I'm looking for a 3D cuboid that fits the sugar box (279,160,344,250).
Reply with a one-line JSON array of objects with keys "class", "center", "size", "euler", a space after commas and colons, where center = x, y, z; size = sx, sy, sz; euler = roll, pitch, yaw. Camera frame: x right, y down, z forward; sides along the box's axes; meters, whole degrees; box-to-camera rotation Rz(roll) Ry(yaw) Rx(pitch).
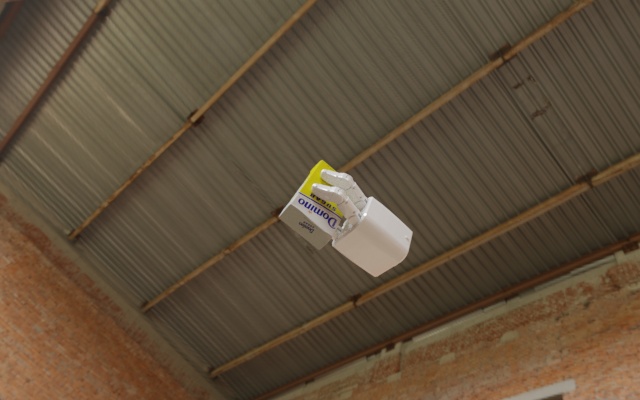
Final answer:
[{"class": "sugar box", "center": [0.001, 0.003, 0.869], "size": [0.048, 0.093, 0.176], "euler": [-47, 7, 32]}]
